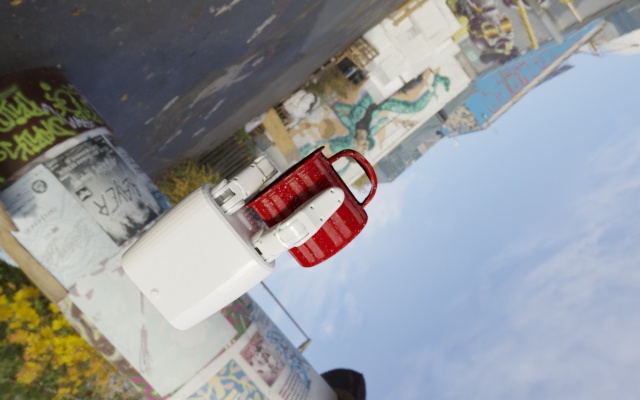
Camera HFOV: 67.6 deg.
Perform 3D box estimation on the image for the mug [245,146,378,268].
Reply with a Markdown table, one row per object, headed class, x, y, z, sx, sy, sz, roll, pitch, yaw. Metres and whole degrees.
| class | x | y | z | sx | sy | sz | roll | pitch | yaw |
| --- | --- | --- | --- | --- | --- | --- | --- | --- | --- |
| mug | 0.001 | 0.001 | 0.446 | 0.117 | 0.081 | 0.093 | -36 | 8 | 11 |
